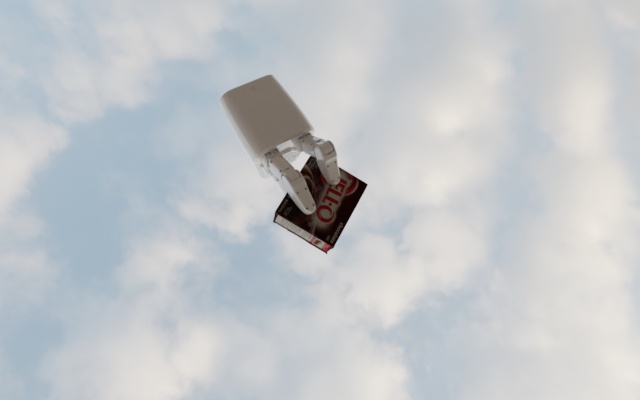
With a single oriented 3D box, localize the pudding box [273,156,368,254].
[{"bbox_3d":[0.000,0.002,0.649,0.090,0.113,0.039,30,-25,0],"label":"pudding box"}]
